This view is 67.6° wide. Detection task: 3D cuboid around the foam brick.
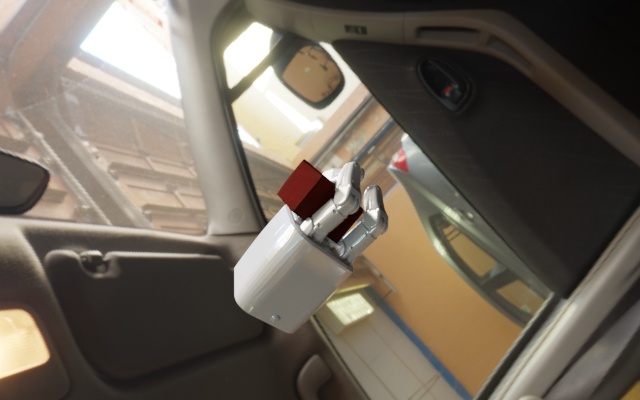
[{"bbox_3d":[0.000,0.002,0.539,0.078,0.051,0.053,38,5,-35],"label":"foam brick"}]
